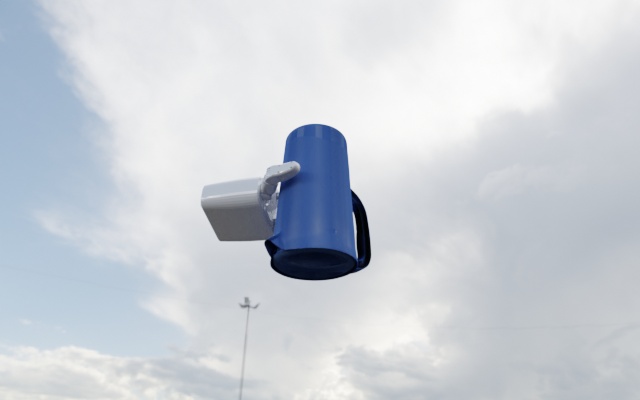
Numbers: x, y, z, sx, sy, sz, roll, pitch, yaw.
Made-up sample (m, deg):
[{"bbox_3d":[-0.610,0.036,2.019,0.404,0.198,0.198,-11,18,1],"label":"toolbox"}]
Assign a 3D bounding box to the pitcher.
[{"bbox_3d":[0.000,0.003,0.780,0.145,0.242,0.149,-6,-30,12],"label":"pitcher"}]
